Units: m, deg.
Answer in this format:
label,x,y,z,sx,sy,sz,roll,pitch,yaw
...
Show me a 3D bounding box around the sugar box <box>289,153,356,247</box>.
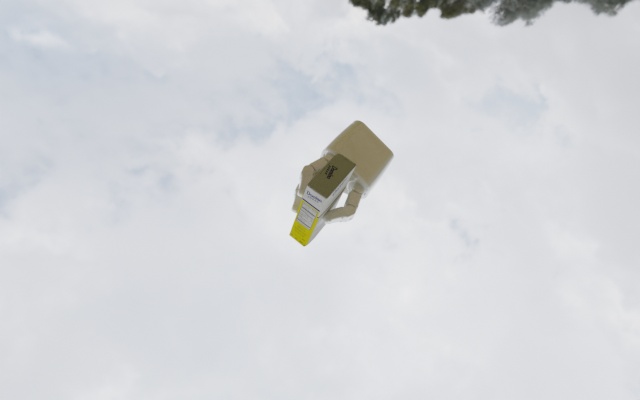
label,x,y,z,sx,sy,sz,roll,pitch,yaw
sugar box,0.000,0.002,0.834,0.048,0.093,0.176,35,-34,11
